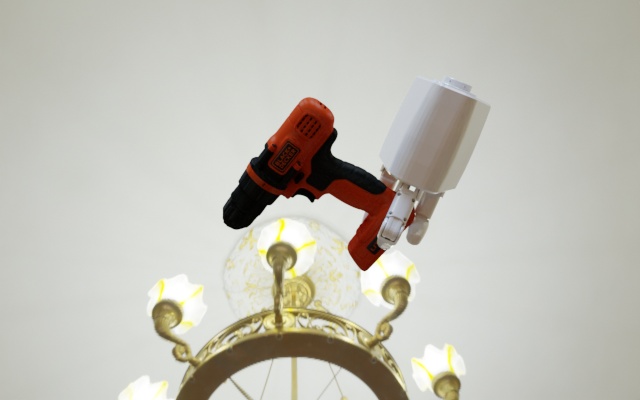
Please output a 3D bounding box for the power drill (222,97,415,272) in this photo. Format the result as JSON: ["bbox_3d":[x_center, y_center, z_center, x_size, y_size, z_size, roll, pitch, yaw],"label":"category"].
[{"bbox_3d":[0.001,0.002,0.559,0.188,0.184,0.057,35,21,-13],"label":"power drill"}]
